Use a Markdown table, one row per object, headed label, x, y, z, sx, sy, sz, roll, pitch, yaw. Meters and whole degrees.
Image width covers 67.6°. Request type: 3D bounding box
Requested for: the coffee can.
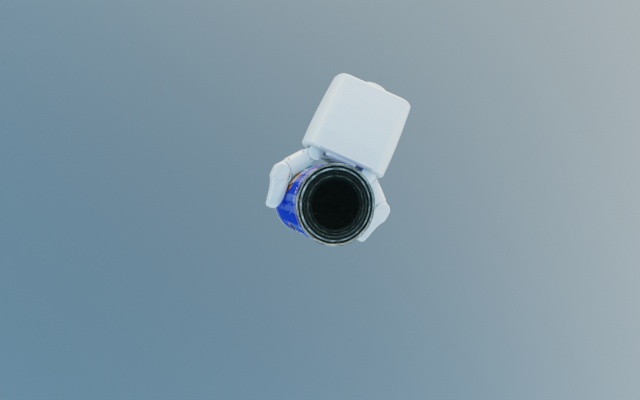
| label | x | y | z | sx | sy | sz | roll | pitch | yaw |
| --- | --- | --- | --- | --- | --- | --- | --- | --- | --- |
| coffee can | 0.000 | 0.002 | 0.647 | 0.103 | 0.103 | 0.140 | 0 | 3 | -16 |
